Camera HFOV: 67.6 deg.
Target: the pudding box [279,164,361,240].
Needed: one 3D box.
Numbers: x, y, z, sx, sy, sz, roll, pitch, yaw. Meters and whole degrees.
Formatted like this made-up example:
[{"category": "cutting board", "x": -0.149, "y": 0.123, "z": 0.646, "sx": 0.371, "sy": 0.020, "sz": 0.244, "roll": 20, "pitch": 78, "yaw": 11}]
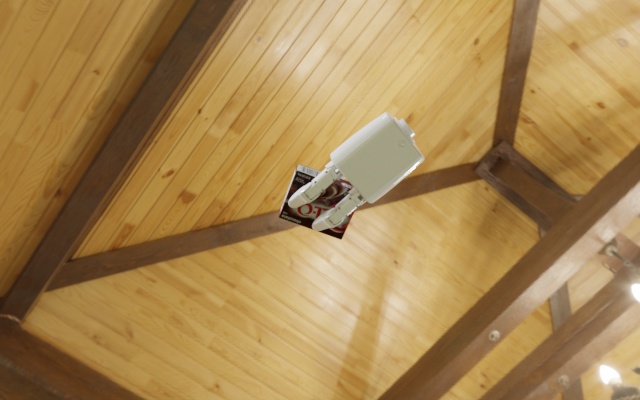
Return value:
[{"category": "pudding box", "x": 0.000, "y": 0.002, "z": 0.767, "sx": 0.113, "sy": 0.090, "sz": 0.039, "roll": 21, "pitch": 24, "yaw": -4}]
